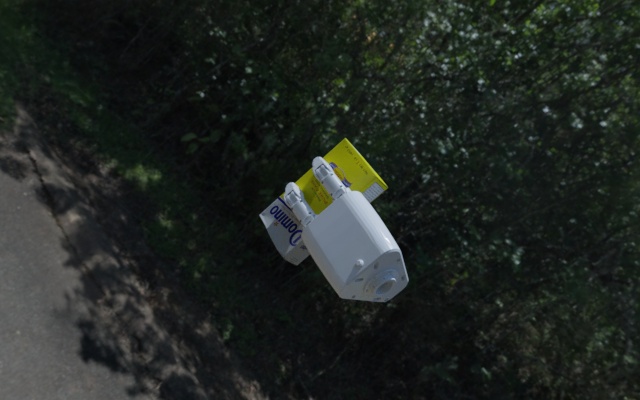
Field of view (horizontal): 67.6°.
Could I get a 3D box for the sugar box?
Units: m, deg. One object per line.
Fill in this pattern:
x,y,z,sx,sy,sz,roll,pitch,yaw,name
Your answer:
0.000,0.002,0.692,0.176,0.093,0.048,-40,-37,7,sugar box
